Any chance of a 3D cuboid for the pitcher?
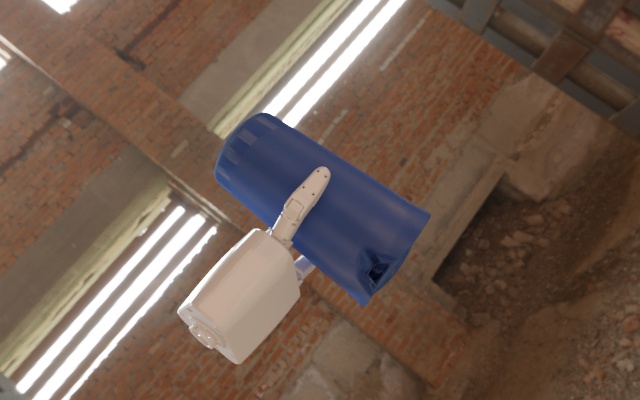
[{"bbox_3d":[0.000,0.002,0.581,0.243,0.145,0.149,37,-28,8],"label":"pitcher"}]
